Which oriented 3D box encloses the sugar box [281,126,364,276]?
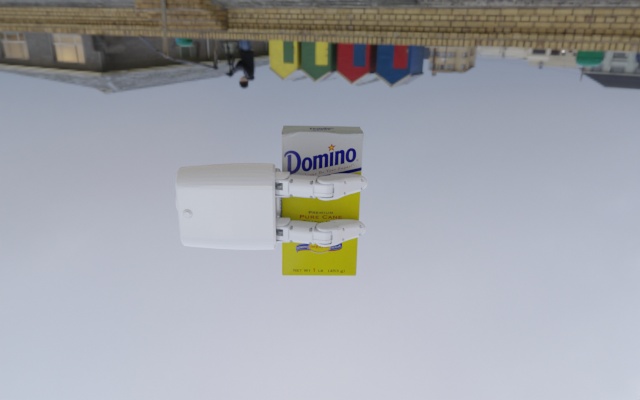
[{"bbox_3d":[0.000,0.002,0.565,0.093,0.176,0.048,0,20,-2],"label":"sugar box"}]
